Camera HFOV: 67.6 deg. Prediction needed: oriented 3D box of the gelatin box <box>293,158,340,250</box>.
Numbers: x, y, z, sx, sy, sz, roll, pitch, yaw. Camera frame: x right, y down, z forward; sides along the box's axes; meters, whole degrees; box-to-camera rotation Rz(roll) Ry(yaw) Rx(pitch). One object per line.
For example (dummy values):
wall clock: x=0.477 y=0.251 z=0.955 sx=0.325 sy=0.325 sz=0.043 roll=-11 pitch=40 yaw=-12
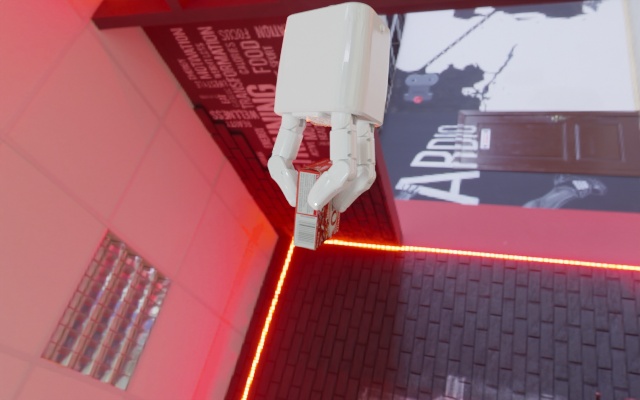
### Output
gelatin box: x=0.000 y=0.002 z=0.532 sx=0.030 sy=0.089 sz=0.073 roll=11 pitch=16 yaw=20
